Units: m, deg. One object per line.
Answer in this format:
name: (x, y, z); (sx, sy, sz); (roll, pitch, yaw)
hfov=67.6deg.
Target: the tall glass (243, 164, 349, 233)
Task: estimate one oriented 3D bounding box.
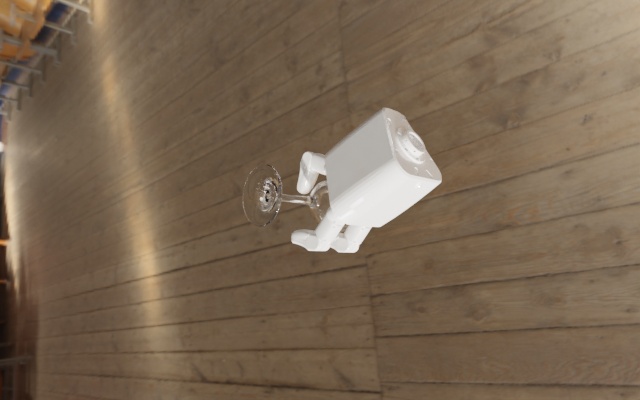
tall glass: (-0.001, 0.002, 0.636); (0.079, 0.079, 0.201); (0, -5, 45)
